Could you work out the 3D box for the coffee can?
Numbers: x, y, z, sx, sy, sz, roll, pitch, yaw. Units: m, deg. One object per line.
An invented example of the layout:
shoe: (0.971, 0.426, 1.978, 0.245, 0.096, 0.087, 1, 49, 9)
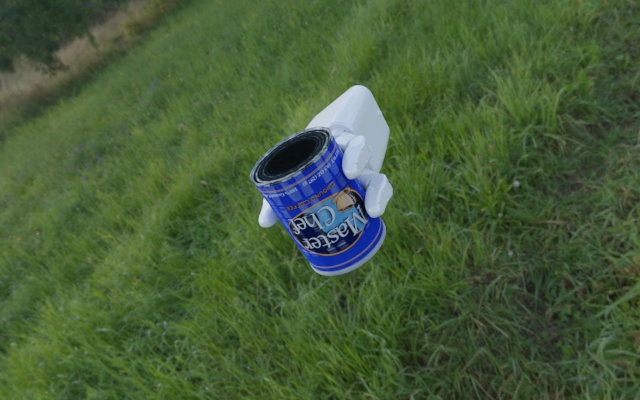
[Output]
coffee can: (0.000, 0.002, 0.549, 0.103, 0.140, 0.102, -25, 29, 15)
